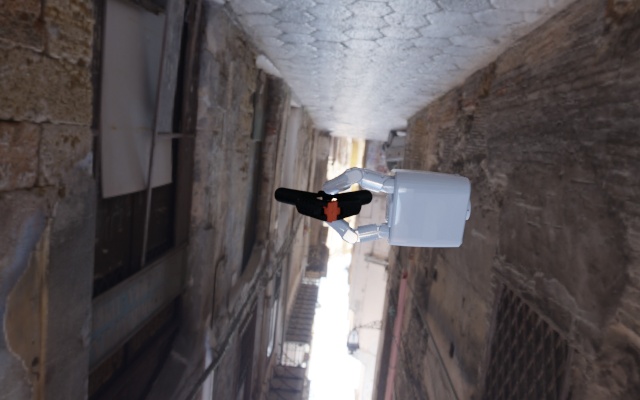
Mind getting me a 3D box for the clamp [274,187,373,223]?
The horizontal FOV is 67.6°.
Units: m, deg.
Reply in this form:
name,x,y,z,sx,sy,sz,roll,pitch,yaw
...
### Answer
name,x,y,z,sx,sy,sz,roll,pitch,yaw
clamp,0.000,0.003,0.721,0.164,0.036,0.210,1,7,4
